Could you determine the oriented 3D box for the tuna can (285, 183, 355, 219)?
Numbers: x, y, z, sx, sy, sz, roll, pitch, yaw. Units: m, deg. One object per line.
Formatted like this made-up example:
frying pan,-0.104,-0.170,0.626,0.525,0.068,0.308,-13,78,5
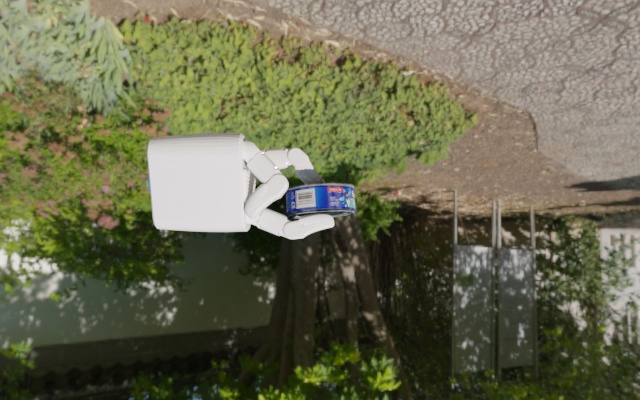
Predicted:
tuna can,0.000,0.002,0.588,0.086,0.033,0.086,-3,-8,0
